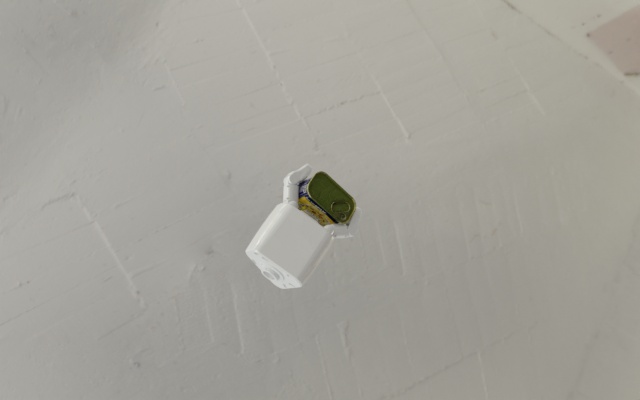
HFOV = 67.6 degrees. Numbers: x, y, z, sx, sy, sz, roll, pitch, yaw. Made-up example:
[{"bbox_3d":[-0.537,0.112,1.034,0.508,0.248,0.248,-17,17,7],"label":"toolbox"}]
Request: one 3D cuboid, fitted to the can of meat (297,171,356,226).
[{"bbox_3d":[0.000,0.003,0.872,0.102,0.057,0.084,41,-30,-17],"label":"can of meat"}]
